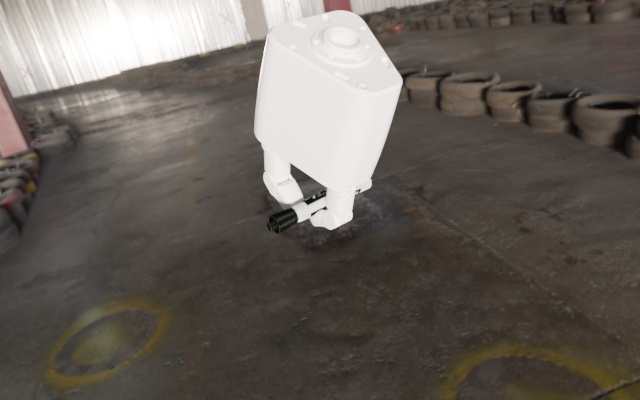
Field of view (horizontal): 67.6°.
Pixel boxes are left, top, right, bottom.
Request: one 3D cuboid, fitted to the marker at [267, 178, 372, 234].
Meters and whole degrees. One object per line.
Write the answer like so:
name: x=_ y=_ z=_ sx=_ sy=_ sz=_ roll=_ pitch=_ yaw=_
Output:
marker: x=0.000 y=0.002 z=0.469 sx=0.121 sy=0.020 sz=0.020 roll=-26 pitch=13 yaw=-29
